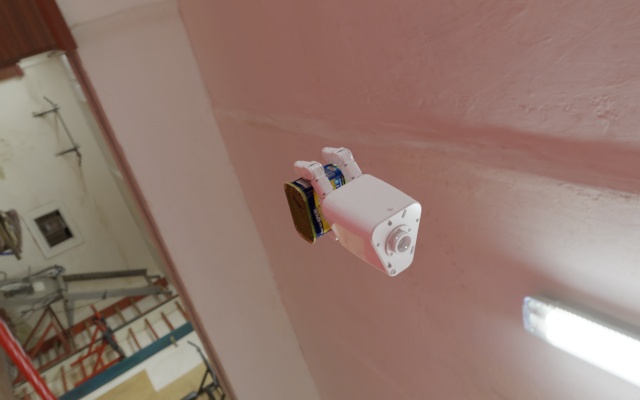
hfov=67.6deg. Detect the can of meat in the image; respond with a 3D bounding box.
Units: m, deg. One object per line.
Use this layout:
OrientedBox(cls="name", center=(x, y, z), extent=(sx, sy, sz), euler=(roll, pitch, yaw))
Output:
OrientedBox(cls="can of meat", center=(0.000, 0.002, 0.745), extent=(0.084, 0.102, 0.057), euler=(-28, 33, -24))
